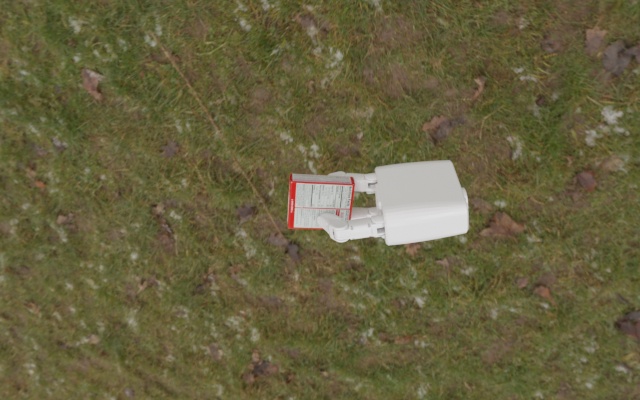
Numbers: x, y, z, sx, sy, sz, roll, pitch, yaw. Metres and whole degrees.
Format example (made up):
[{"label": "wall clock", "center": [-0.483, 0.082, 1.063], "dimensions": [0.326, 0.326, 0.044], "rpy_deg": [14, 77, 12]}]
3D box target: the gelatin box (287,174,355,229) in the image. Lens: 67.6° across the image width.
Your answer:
[{"label": "gelatin box", "center": [0.000, 0.002, 0.661], "dimensions": [0.089, 0.073, 0.030], "rpy_deg": [2, 28, -6]}]
